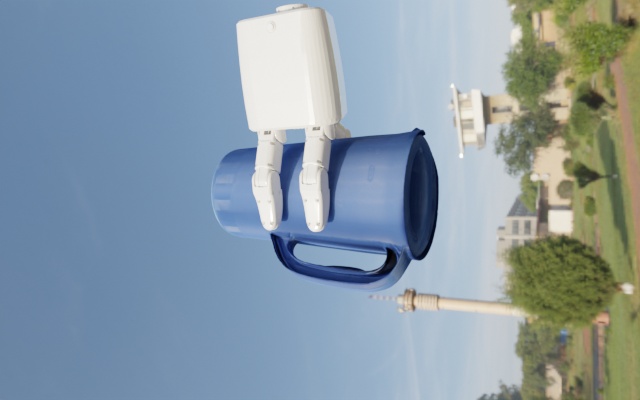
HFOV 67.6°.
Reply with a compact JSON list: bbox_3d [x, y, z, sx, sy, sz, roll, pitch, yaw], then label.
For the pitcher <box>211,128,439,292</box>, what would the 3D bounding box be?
[{"bbox_3d":[0.000,0.002,0.530,0.243,0.145,0.149,1,16,27],"label":"pitcher"}]
